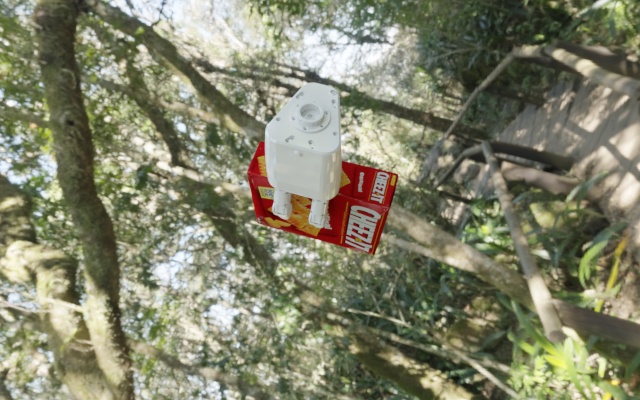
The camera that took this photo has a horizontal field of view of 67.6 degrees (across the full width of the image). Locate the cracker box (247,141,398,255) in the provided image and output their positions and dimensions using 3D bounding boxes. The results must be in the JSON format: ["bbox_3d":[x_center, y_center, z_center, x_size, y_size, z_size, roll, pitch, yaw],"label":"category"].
[{"bbox_3d":[0.000,0.002,0.756,0.213,0.072,0.164,15,-30,7],"label":"cracker box"}]
